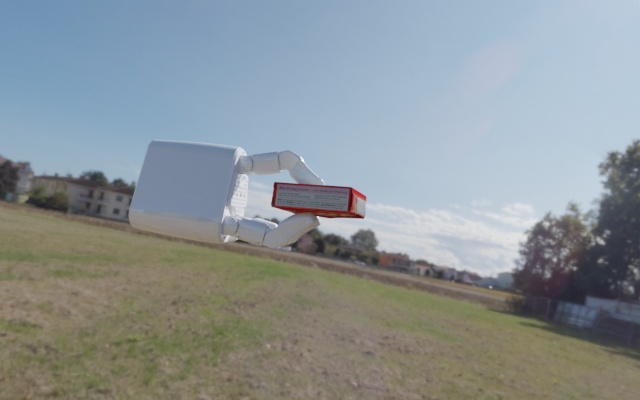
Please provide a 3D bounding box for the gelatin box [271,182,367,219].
[{"bbox_3d":[0.000,0.001,0.527,0.089,0.030,0.073,3,-6,17],"label":"gelatin box"}]
